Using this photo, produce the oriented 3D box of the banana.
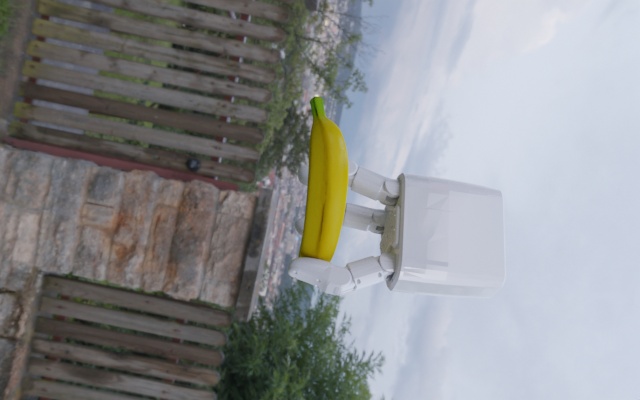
[{"bbox_3d":[0.002,0.008,0.452,0.037,0.198,0.069,3,30,-6],"label":"banana"}]
